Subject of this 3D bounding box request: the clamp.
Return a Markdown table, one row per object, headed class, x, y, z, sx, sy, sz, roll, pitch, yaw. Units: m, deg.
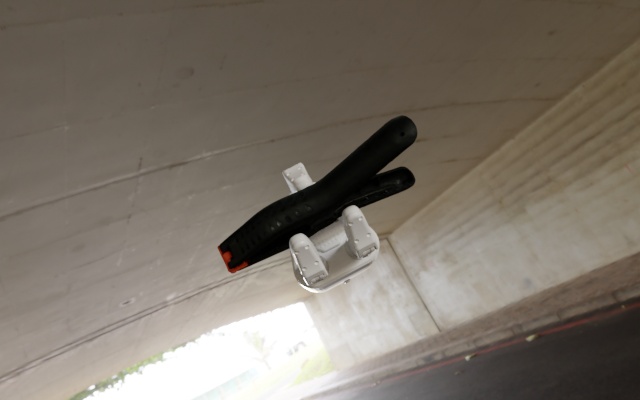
| class | x | y | z | sx | sy | sz | roll | pitch | yaw |
| --- | --- | --- | --- | --- | --- | --- | --- | --- | --- |
| clamp | -0.001 | 0.001 | 0.432 | 0.210 | 0.036 | 0.165 | -28 | -16 | -3 |
